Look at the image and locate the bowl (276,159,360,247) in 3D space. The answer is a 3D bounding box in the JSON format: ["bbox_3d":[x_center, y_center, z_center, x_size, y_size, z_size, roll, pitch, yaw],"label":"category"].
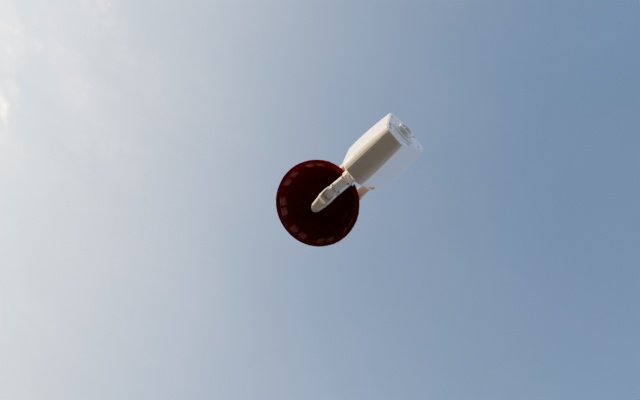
[{"bbox_3d":[-0.001,0.003,0.899,0.162,0.162,0.055,0,6,17],"label":"bowl"}]
